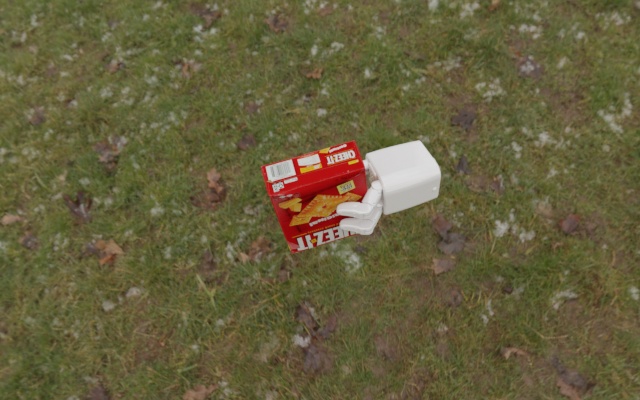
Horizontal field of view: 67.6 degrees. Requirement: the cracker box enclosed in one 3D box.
[{"bbox_3d":[0.000,0.003,0.858,0.164,0.072,0.214,-16,-34,-2],"label":"cracker box"}]
